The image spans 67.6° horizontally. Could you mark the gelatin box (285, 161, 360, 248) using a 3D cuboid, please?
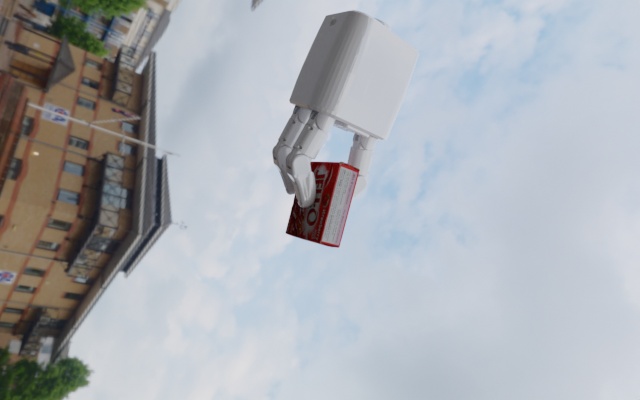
[{"bbox_3d":[0.000,0.002,0.524,0.030,0.089,0.073,17,-4,-34],"label":"gelatin box"}]
